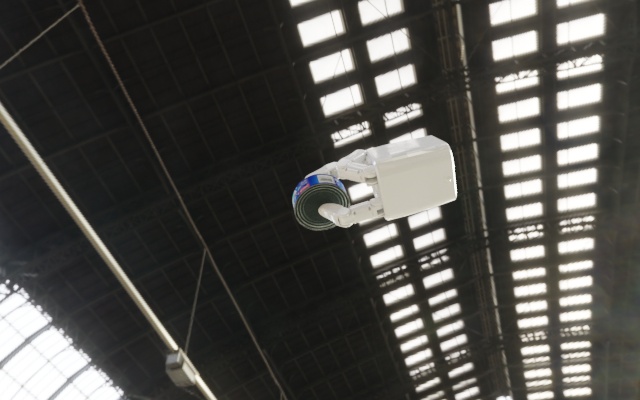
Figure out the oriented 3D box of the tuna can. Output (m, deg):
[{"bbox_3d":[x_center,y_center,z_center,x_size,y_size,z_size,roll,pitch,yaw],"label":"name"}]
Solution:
[{"bbox_3d":[0.000,0.002,0.734,0.086,0.086,0.033,0,33,-12],"label":"tuna can"}]
